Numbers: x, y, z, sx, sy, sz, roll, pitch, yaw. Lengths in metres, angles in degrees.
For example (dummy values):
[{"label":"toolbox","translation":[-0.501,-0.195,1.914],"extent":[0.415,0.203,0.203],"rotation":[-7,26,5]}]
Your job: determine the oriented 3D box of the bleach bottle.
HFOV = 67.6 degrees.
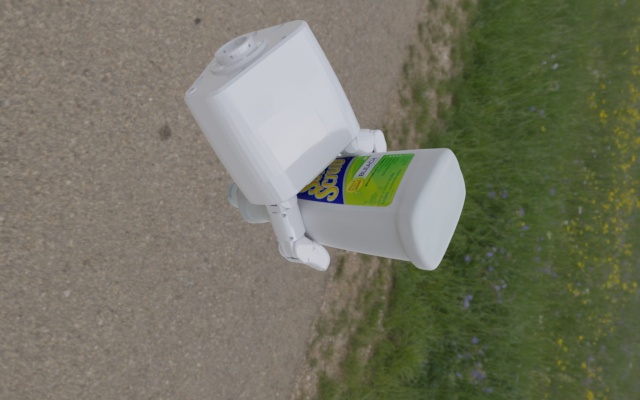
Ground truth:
[{"label":"bleach bottle","translation":[0.000,0.001,0.455],"extent":[0.251,0.068,0.102],"rotation":[2,45,38]}]
